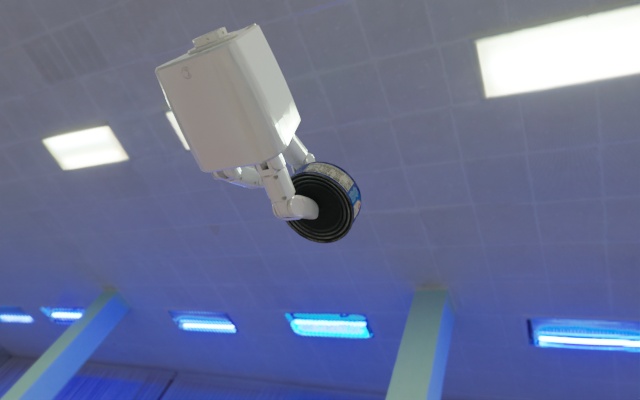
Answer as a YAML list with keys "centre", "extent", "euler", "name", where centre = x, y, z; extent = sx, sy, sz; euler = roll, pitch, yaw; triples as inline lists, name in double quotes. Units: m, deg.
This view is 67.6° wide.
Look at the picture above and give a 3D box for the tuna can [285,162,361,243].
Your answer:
- centre: [0.000, 0.001, 0.518]
  extent: [0.086, 0.086, 0.033]
  euler: [0, 29, 25]
  name: "tuna can"
